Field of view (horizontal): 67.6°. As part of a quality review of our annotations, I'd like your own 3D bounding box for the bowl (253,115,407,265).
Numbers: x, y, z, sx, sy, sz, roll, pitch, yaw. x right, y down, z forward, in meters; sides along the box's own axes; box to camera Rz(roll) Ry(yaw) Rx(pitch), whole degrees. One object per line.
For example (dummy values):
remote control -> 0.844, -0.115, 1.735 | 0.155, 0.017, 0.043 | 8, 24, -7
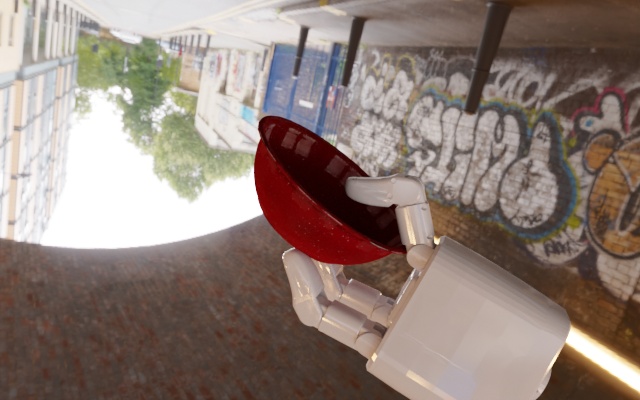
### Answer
bowl -> -0.001, 0.001, 0.401 | 0.162, 0.055, 0.162 | 36, 20, -15
